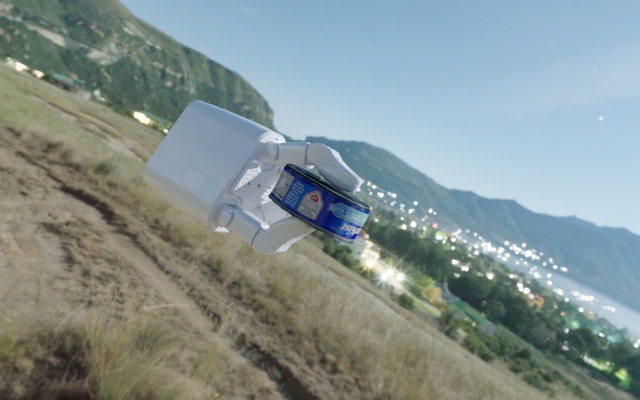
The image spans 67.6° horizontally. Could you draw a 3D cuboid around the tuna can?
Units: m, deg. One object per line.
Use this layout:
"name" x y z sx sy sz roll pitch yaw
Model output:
"tuna can" 0.000 0.001 0.415 0.086 0.034 0.086 28 6 -3
